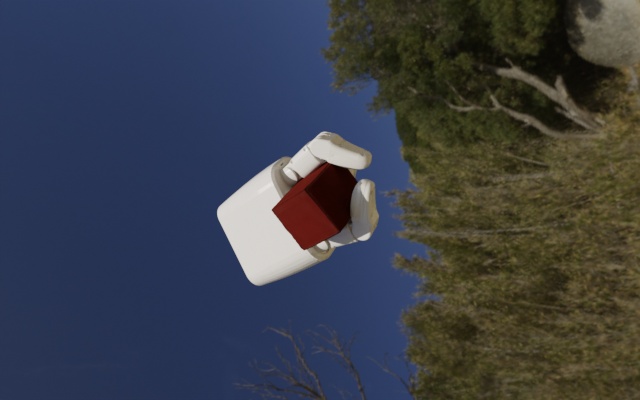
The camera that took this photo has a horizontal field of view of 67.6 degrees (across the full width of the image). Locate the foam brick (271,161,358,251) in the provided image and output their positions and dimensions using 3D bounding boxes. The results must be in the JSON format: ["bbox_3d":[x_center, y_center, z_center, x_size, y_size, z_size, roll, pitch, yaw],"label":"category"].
[{"bbox_3d":[0.000,0.002,0.467,0.051,0.053,0.078,-30,12,36],"label":"foam brick"}]
